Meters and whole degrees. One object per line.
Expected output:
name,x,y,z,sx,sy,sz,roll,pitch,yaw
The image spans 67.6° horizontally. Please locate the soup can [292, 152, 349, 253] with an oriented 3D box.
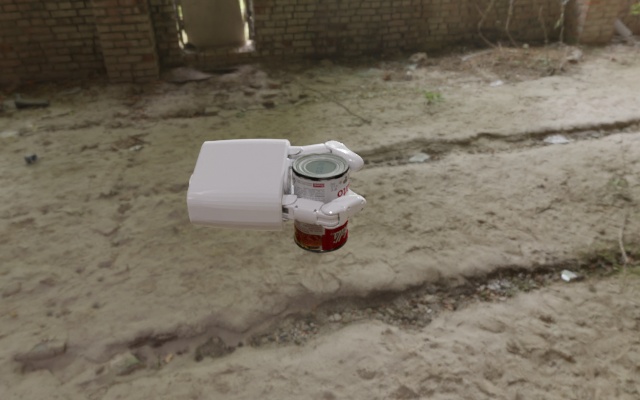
soup can,0.001,0.002,0.569,0.068,0.102,0.068,0,31,0
